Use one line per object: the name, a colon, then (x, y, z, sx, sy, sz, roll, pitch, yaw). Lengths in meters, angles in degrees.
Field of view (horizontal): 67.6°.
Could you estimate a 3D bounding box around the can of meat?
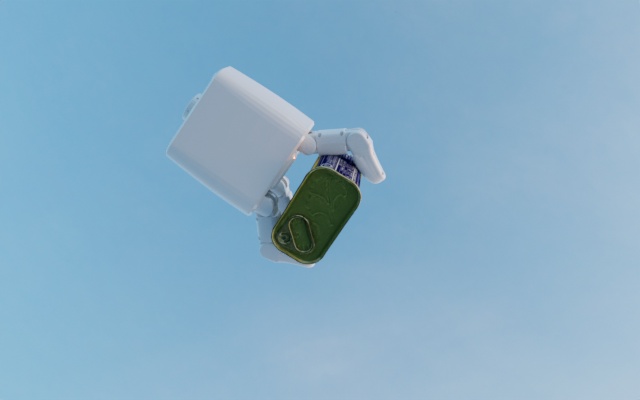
can of meat: (0.000, 0.001, 0.491, 0.057, 0.102, 0.084, 31, 23, -4)
